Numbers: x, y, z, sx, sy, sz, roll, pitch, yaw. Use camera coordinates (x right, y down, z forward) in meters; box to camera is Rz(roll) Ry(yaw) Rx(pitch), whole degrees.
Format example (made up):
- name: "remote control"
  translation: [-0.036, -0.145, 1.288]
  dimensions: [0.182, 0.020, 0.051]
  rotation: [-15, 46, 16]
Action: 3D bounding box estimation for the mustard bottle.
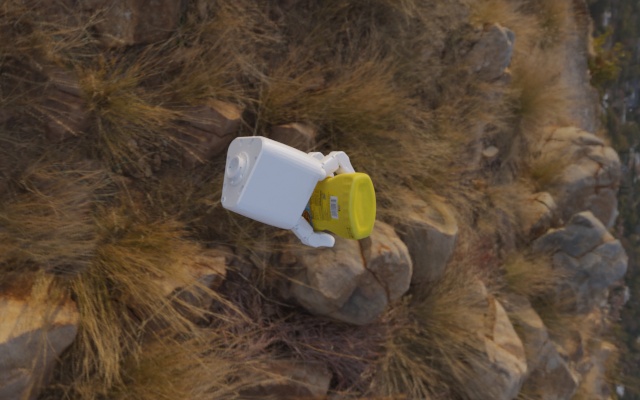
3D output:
- name: "mustard bottle"
  translation: [0.001, 0.003, 0.756]
  dimensions: [0.058, 0.096, 0.191]
  rotation: [-11, 12, -40]
